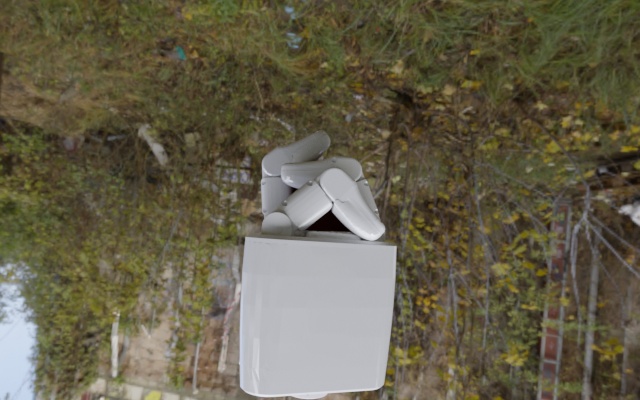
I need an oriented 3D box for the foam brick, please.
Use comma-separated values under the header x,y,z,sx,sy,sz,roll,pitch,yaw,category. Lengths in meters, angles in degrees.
x,y,z,sx,sy,sz,roll,pitch,yaw,category
0.000,0.001,0.412,0.053,0.051,0.078,1,-4,-5,foam brick
